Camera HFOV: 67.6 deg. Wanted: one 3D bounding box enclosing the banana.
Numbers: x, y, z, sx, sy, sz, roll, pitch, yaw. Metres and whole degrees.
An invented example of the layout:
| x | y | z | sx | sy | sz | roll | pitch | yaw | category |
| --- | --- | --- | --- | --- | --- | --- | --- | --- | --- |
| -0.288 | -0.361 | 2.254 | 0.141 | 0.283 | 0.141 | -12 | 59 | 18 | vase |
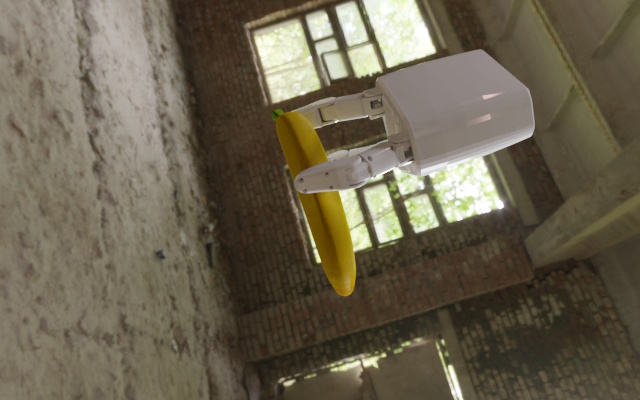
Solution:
| x | y | z | sx | sy | sz | roll | pitch | yaw | category |
| --- | --- | --- | --- | --- | --- | --- | --- | --- | --- |
| -0.001 | -0.002 | 0.446 | 0.037 | 0.198 | 0.069 | -19 | -2 | -1 | banana |
